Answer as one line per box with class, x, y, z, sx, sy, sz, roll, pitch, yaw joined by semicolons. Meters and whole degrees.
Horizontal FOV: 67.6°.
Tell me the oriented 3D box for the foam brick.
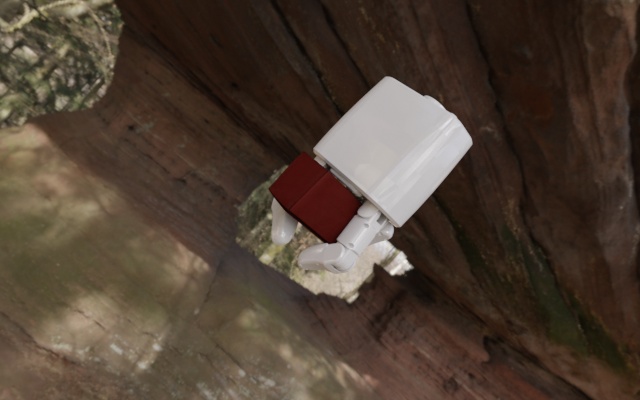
foam brick;0.000;0.001;0.449;0.078;0.051;0.053;42;2;-37
